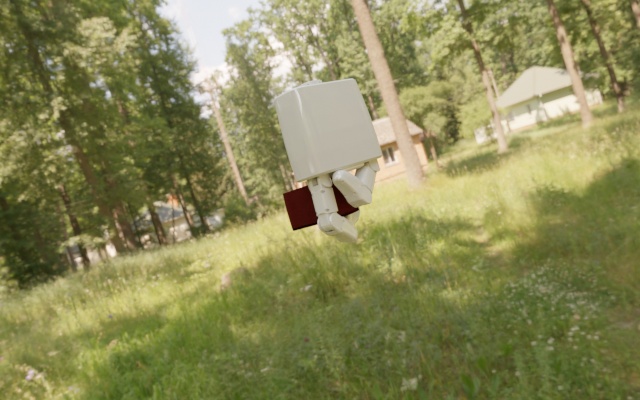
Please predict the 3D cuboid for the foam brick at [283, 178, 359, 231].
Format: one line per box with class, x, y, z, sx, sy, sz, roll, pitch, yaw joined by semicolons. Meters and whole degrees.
foam brick;0.000;0.002;0.616;0.078;0.051;0.053;-17;2;38
